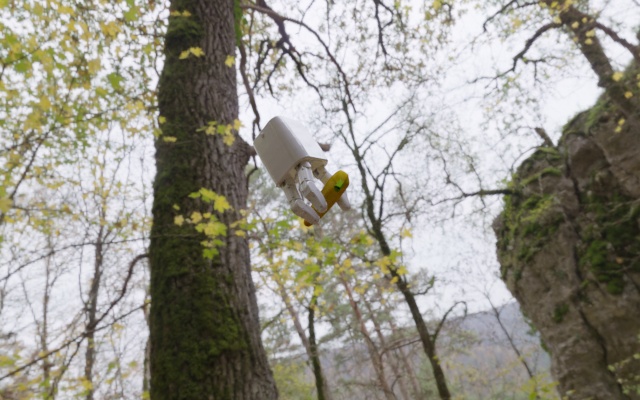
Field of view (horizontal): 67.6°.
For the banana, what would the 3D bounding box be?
[{"bbox_3d":[0.014,-0.009,0.895,0.069,0.037,0.198,-41,-7,-28],"label":"banana"}]
